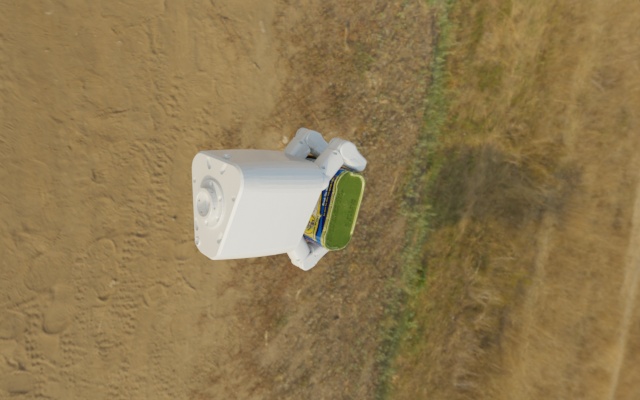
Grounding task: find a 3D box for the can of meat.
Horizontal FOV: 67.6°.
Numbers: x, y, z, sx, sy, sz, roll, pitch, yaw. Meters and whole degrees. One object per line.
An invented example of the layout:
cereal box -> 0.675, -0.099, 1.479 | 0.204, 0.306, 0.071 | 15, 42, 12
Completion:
can of meat -> 0.000, 0.002, 0.582 | 0.084, 0.102, 0.057 | 22, 13, 42
